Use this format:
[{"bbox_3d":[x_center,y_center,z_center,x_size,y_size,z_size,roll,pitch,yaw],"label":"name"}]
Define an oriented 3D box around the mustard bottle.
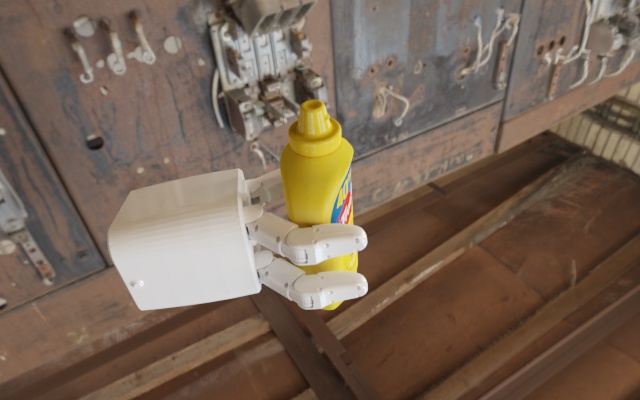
[{"bbox_3d":[0.000,0.002,0.415,0.058,0.192,0.096,6,42,14],"label":"mustard bottle"}]
